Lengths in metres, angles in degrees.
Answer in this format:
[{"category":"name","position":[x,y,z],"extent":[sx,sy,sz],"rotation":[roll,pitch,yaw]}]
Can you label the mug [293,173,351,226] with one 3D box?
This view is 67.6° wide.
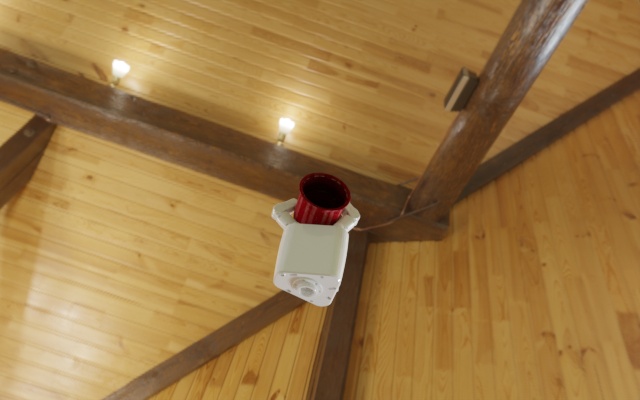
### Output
[{"category":"mug","position":[0.000,0.002,0.862],"extent":[0.093,0.082,0.117],"rotation":[17,43,-4]}]
